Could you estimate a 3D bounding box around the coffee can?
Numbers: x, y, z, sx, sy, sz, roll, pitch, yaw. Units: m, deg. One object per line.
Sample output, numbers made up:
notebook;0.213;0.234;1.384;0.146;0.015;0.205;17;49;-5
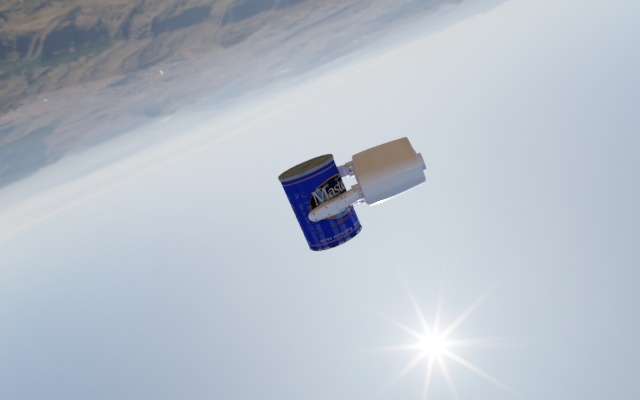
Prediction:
coffee can;0.000;0.003;0.833;0.103;0.140;0.102;-22;13;5
